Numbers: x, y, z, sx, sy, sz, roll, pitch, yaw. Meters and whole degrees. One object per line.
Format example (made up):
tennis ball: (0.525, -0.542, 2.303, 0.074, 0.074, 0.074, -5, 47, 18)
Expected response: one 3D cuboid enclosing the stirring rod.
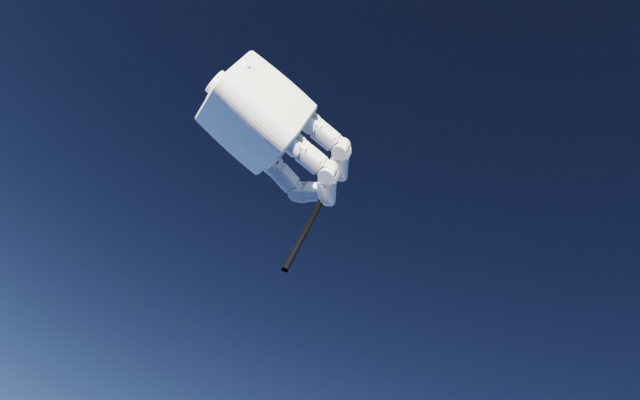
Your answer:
stirring rod: (0.000, 0.002, 0.592, 0.011, 0.011, 0.239, 0, 37, 23)
